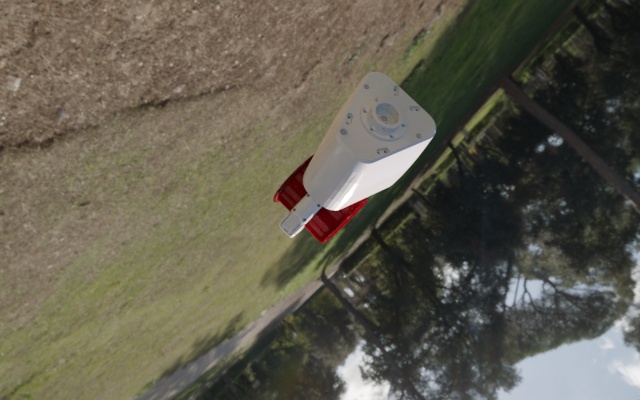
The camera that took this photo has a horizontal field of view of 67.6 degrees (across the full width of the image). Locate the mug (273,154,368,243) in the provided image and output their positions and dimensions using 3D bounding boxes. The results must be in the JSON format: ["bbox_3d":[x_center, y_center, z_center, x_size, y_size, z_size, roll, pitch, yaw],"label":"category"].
[{"bbox_3d":[0.000,0.003,0.597,0.093,0.081,0.117,-41,-7,-27],"label":"mug"}]
